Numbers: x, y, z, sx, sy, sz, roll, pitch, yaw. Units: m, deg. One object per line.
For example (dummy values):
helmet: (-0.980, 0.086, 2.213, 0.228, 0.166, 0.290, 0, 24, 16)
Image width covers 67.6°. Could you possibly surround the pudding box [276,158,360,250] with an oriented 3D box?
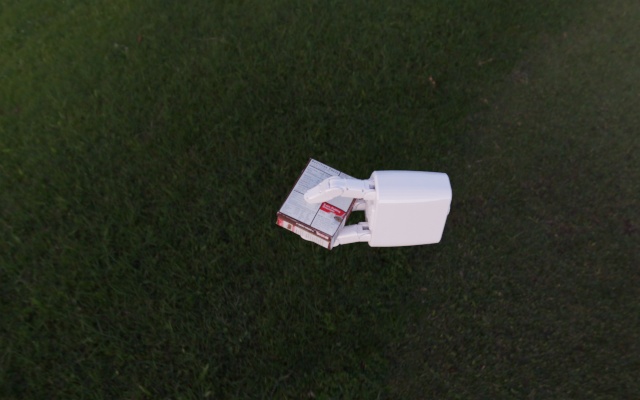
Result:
pudding box: (0.000, 0.002, 0.699, 0.090, 0.113, 0.039, 25, -32, 10)
